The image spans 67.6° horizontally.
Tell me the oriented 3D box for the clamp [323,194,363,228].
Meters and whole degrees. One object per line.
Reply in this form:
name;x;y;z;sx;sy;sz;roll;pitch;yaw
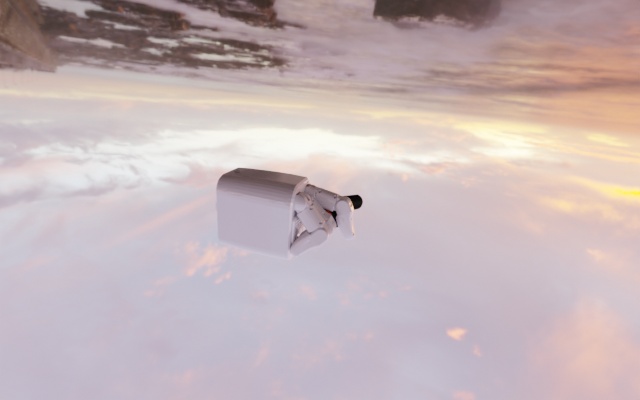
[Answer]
clamp;0.000;0.003;0.740;0.120;0.039;0.171;13;12;8
